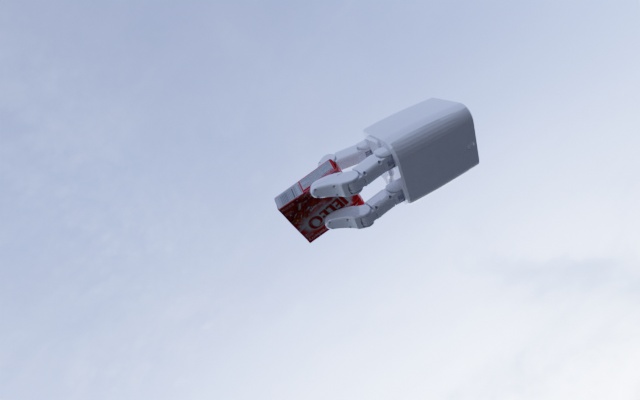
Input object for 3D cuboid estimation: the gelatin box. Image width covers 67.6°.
[{"bbox_3d":[0.000,0.002,0.592,0.089,0.073,0.030,-35,39,7],"label":"gelatin box"}]
